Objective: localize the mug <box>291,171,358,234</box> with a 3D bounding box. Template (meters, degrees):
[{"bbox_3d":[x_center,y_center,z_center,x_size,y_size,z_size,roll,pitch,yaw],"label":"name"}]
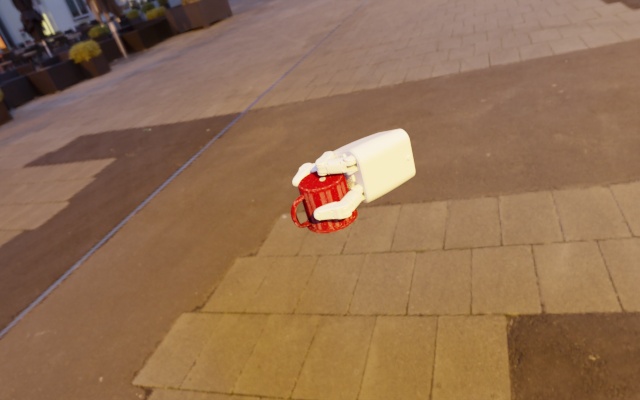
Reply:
[{"bbox_3d":[-0.001,0.003,0.814,0.117,0.081,0.093,-27,29,-20],"label":"mug"}]
